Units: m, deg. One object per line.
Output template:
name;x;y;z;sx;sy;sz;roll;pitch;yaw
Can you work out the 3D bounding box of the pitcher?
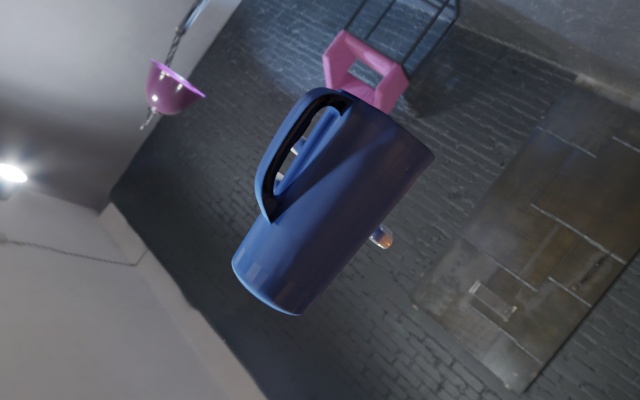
pitcher;0.000;0.002;0.540;0.149;0.243;0.145;36;6;4
